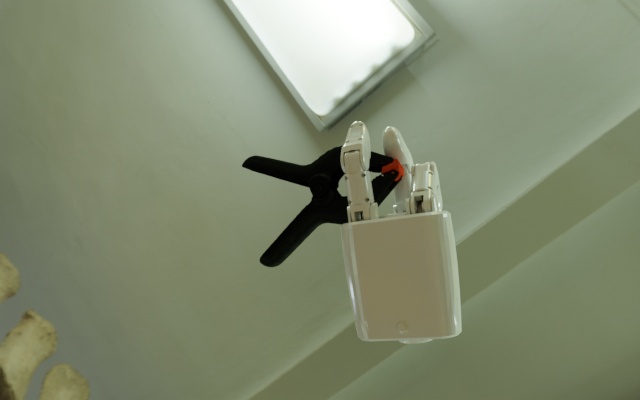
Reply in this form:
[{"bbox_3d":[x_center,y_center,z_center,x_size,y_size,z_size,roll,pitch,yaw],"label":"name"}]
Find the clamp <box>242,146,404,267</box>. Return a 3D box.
[{"bbox_3d":[0.000,0.001,0.482,0.171,0.120,0.039,-8,-6,21],"label":"clamp"}]
